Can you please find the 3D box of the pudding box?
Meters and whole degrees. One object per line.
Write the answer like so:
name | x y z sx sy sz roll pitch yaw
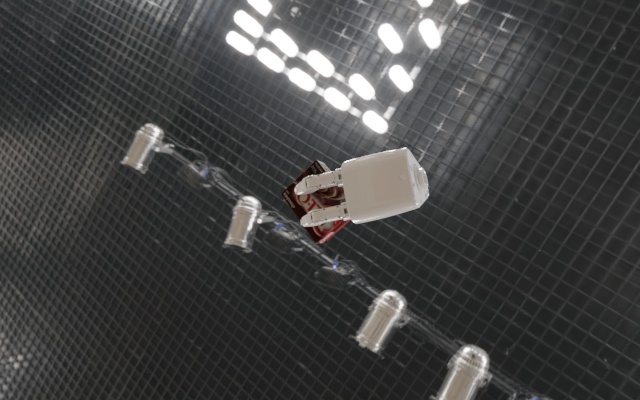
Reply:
pudding box | 0.000 0.003 0.805 0.090 0.113 0.039 -43 -22 17
